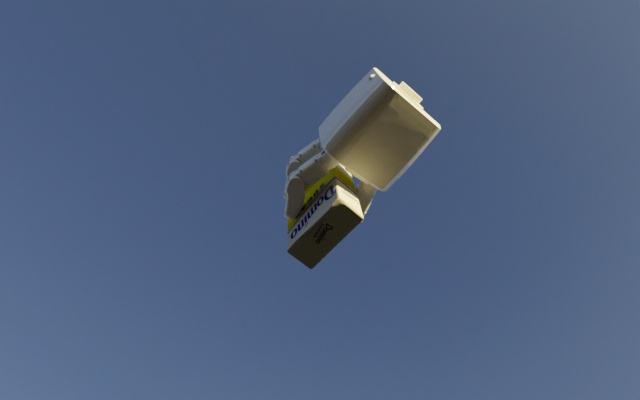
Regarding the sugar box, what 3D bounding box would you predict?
[{"bbox_3d":[0.000,0.002,0.619,0.048,0.093,0.176,39,17,-17],"label":"sugar box"}]
